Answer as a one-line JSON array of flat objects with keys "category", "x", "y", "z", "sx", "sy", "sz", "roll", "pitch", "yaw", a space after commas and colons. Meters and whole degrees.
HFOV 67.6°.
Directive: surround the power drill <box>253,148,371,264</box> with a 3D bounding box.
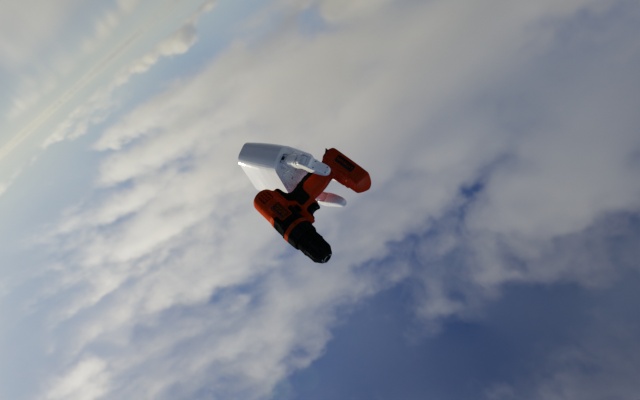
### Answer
[{"category": "power drill", "x": 0.000, "y": 0.002, "z": 0.846, "sx": 0.184, "sy": 0.187, "sz": 0.057, "roll": 41, "pitch": -22, "yaw": 27}]
